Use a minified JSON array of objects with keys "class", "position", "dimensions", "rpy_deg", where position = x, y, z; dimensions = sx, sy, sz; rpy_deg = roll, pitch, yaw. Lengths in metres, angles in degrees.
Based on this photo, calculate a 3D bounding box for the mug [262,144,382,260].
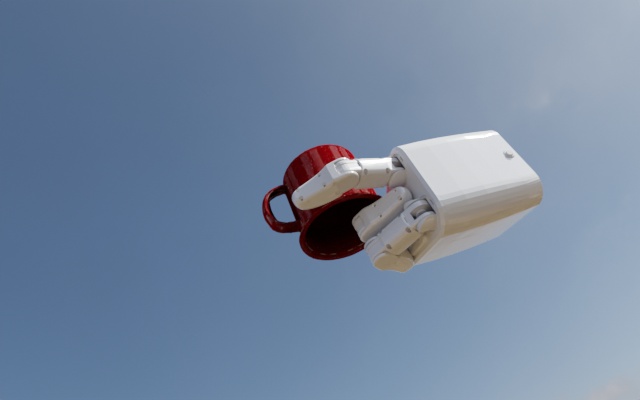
[{"class":"mug","position":[-0.001,0.002,0.470],"dimensions":[0.117,0.081,0.093],"rpy_deg":[-12,-41,-16]}]
